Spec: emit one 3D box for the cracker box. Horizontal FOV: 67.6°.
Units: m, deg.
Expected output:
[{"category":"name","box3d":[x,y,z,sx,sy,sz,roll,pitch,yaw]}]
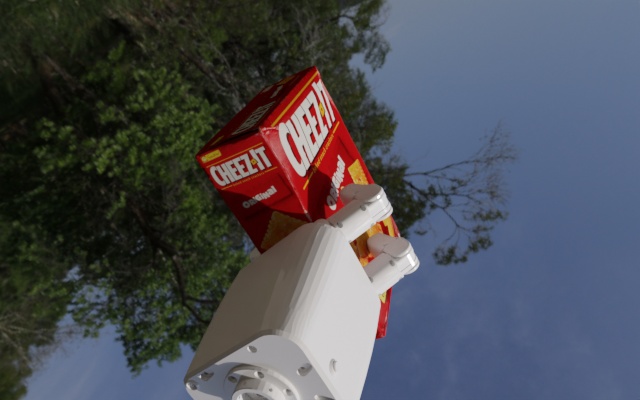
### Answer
[{"category":"cracker box","box3d":[0.000,0.002,0.449,0.072,0.214,0.164,-19,24,24]}]
